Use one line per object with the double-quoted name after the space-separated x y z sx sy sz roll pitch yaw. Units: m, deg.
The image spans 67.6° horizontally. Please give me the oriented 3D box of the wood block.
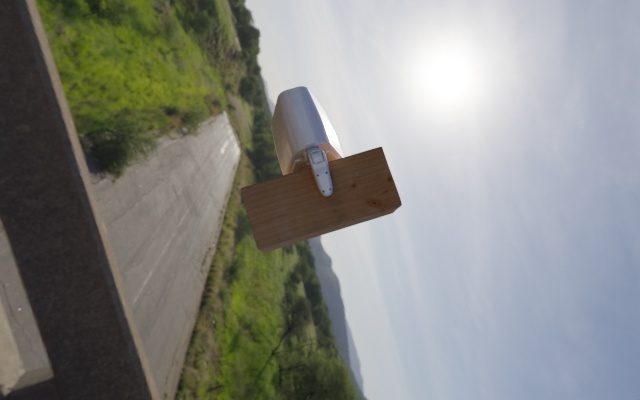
0.000 0.002 0.693 0.206 0.090 0.091 -17 -10 -3 "wood block"
